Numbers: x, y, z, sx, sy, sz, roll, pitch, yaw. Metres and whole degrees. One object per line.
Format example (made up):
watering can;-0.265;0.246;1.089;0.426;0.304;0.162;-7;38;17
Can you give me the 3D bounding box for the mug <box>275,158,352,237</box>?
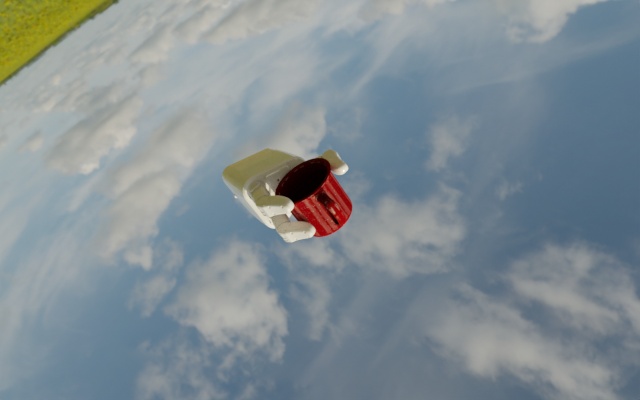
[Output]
mug;0.001;0.003;0.685;0.081;0.093;0.117;53;-13;-33
